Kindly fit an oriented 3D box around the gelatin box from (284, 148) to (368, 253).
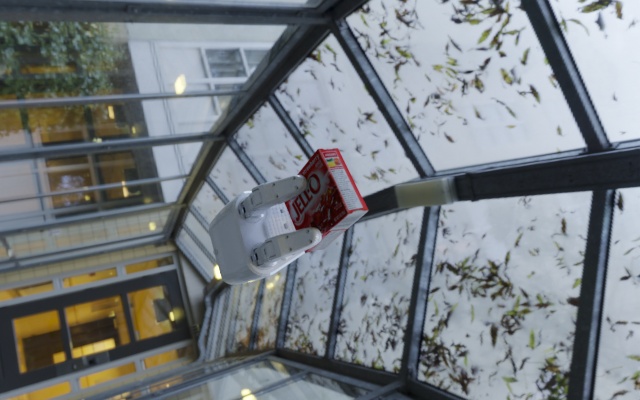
[{"bbox_3d":[0.001,0.001,0.483,0.030,0.073,0.089,-8,-25,-37],"label":"gelatin box"}]
